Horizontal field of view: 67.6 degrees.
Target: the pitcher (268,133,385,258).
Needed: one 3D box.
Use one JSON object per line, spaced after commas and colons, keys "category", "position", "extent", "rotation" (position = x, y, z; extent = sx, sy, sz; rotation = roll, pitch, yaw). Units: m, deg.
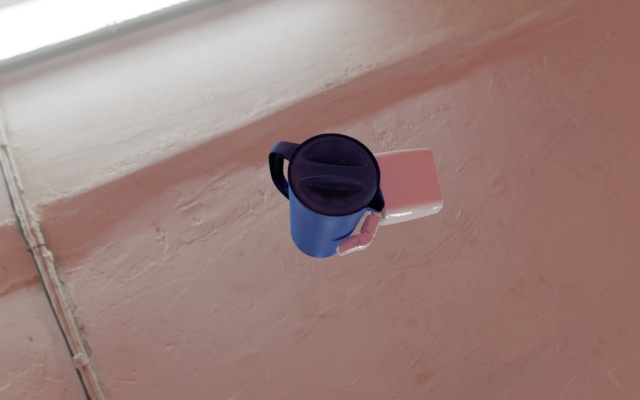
{"category": "pitcher", "position": [0.000, 0.003, 0.775], "extent": [0.145, 0.149, 0.243], "rotation": [-12, -22, -11]}
